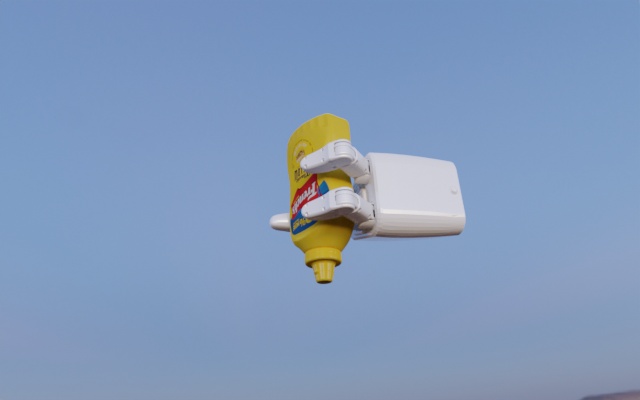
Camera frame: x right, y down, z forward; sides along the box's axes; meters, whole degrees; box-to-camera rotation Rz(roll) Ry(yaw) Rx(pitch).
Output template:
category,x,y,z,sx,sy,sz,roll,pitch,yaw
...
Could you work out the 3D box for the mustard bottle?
category,x,y,z,sx,sy,sz,roll,pitch,yaw
mustard bottle,0.000,0.002,0.555,0.058,0.191,0.096,15,-31,-35
